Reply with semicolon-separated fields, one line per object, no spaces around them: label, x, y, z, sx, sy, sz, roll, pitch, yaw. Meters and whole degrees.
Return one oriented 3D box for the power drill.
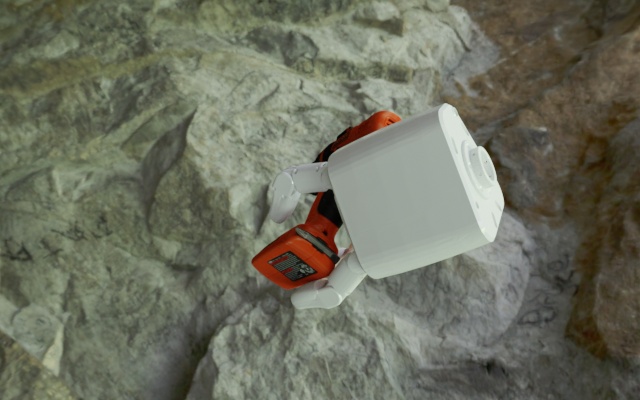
power drill;0.000;0.002;0.517;0.057;0.187;0.184;36;-32;-12
